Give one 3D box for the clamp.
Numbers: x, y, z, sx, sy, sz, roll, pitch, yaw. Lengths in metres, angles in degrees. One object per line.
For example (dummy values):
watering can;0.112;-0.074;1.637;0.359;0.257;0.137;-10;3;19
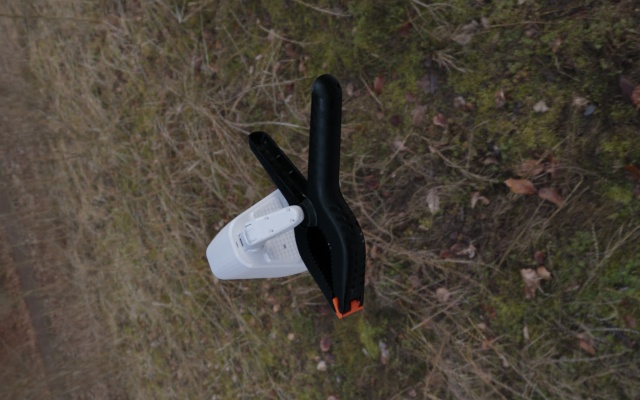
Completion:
clamp;-0.001;0.002;0.437;0.036;0.210;0.164;-17;-8;-30
